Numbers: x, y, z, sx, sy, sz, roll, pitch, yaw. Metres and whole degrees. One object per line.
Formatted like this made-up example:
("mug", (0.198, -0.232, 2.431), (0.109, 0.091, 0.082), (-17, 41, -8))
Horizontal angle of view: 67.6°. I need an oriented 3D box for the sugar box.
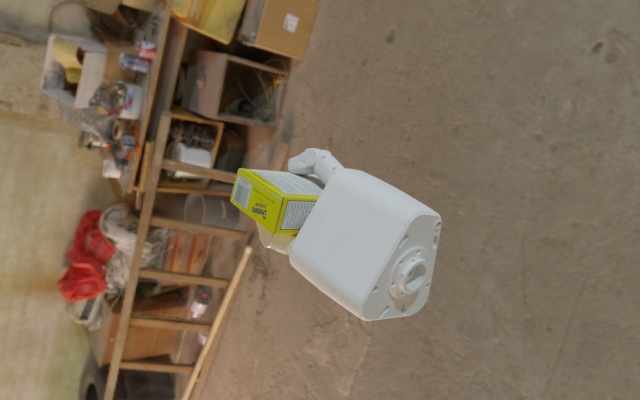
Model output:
("sugar box", (0.000, 0.002, 0.533), (0.176, 0.048, 0.093), (6, 18, -40))
